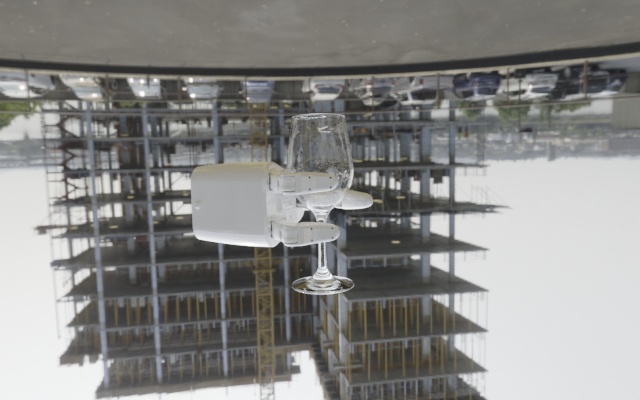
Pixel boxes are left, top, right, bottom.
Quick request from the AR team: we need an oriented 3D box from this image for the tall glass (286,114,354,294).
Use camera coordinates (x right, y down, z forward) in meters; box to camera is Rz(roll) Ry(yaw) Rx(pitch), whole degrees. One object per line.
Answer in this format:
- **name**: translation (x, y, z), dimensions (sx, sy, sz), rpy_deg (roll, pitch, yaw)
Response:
- **tall glass**: translation (0.000, 0.003, 0.559), dimensions (0.079, 0.201, 0.079), rpy_deg (-1, 6, 0)
